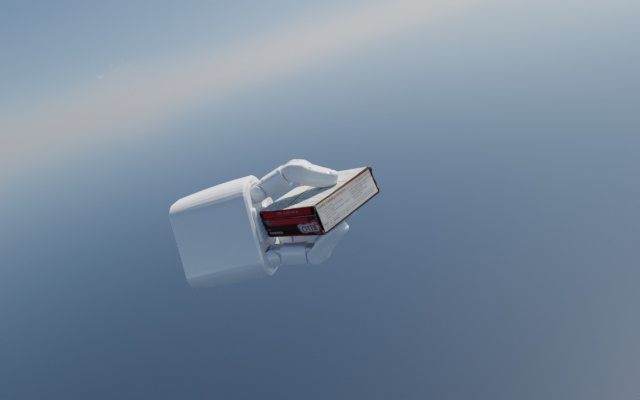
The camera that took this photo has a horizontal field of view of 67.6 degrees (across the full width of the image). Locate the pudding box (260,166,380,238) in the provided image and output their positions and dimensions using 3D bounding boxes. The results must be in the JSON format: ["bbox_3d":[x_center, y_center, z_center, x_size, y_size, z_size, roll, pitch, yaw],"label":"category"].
[{"bbox_3d":[0.000,0.002,0.549,0.090,0.039,0.113,-5,23,44],"label":"pudding box"}]
